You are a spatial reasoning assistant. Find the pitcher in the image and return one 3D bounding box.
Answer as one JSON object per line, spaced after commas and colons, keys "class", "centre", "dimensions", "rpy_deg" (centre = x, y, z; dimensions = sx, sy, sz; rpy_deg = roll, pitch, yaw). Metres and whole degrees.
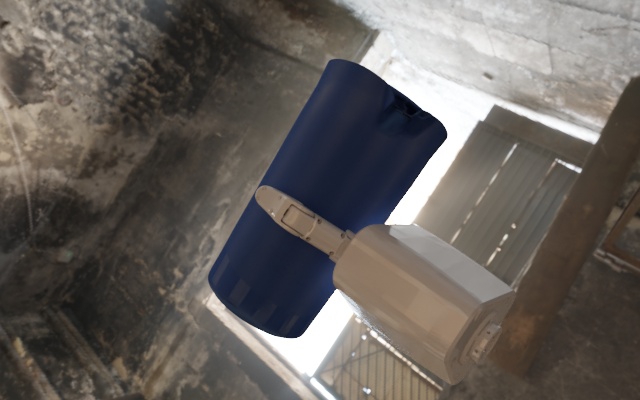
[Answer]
{"class": "pitcher", "centre": [0.000, 0.002, 0.463], "dimensions": [0.145, 0.243, 0.149], "rpy_deg": [33, 0, 33]}
